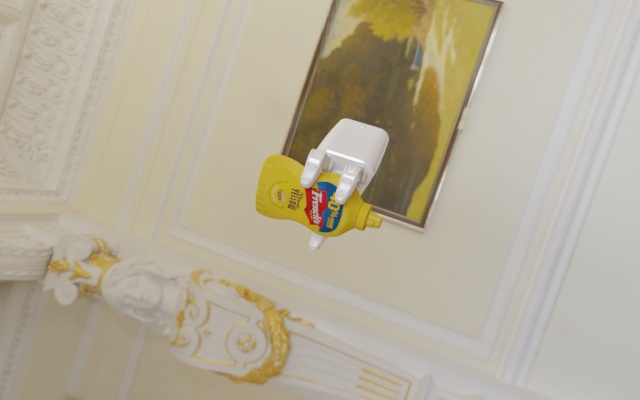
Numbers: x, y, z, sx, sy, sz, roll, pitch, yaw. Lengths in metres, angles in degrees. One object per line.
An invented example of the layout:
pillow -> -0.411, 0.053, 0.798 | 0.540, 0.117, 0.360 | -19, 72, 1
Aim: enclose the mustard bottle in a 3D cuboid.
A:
mustard bottle -> 0.000, 0.002, 0.716 | 0.191, 0.096, 0.058 | 19, 21, 13
